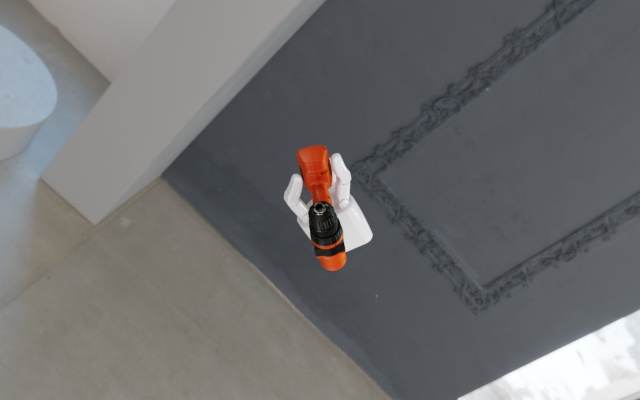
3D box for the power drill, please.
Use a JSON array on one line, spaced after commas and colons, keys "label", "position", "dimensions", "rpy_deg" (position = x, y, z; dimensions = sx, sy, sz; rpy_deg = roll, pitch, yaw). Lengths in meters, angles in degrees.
[{"label": "power drill", "position": [0.000, 0.002, 0.793], "dimensions": [0.057, 0.187, 0.185], "rpy_deg": [-9, -33, 1]}]
